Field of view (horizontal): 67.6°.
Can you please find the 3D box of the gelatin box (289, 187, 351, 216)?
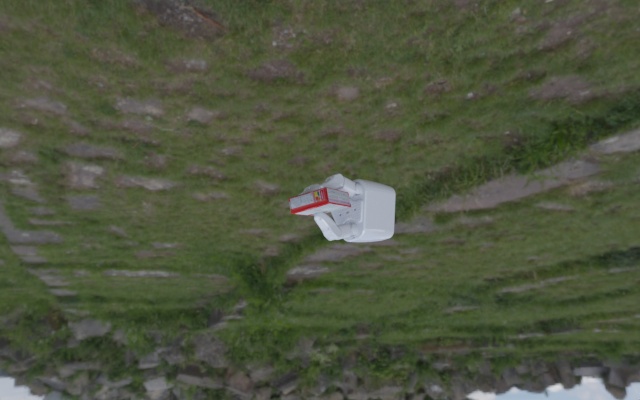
[{"bbox_3d":[0.000,0.003,0.812,0.073,0.030,0.089,-16,-11,27],"label":"gelatin box"}]
